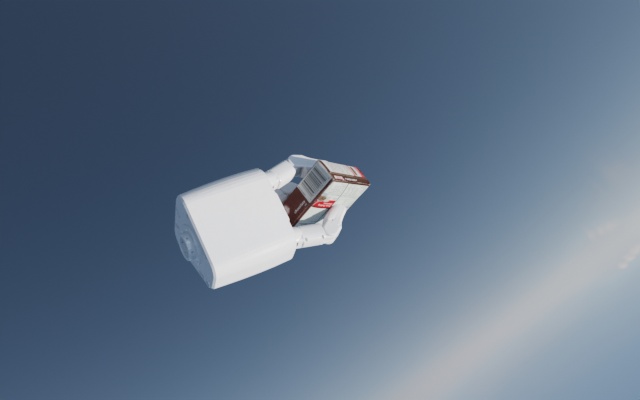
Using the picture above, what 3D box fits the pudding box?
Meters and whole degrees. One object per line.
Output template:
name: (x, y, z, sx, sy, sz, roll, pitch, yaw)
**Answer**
pudding box: (0.000, 0.002, 0.636, 0.113, 0.039, 0.090, -48, -28, 25)
